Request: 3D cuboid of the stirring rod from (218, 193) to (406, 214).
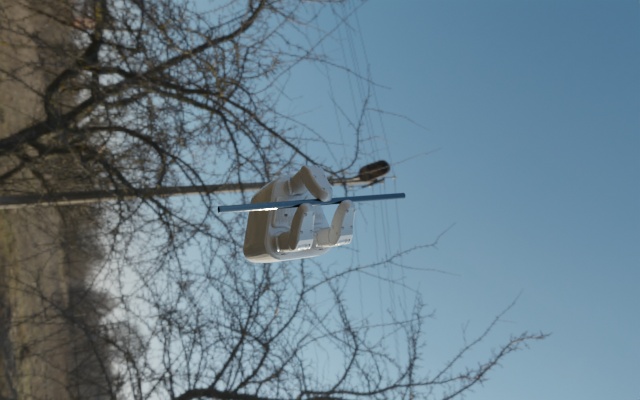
[{"bbox_3d":[0.000,0.002,0.553,0.239,0.011,0.011,-4,2,-28],"label":"stirring rod"}]
